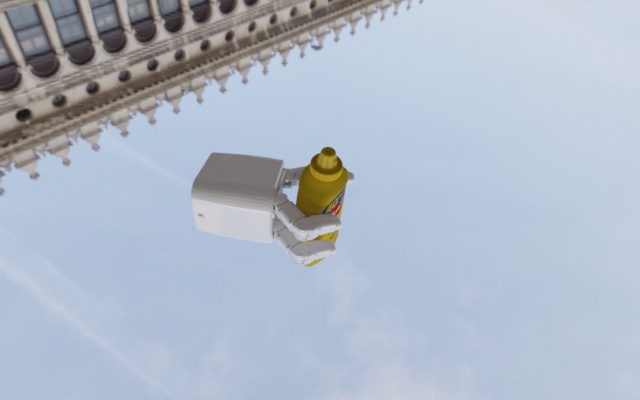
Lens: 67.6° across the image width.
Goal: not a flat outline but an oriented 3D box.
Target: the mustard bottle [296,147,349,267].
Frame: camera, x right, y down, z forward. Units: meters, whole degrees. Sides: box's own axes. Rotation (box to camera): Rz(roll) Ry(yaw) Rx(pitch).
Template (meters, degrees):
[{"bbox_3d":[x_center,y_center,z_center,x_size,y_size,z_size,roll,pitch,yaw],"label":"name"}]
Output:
[{"bbox_3d":[0.000,0.002,0.645,0.058,0.192,0.096,28,52,16],"label":"mustard bottle"}]
